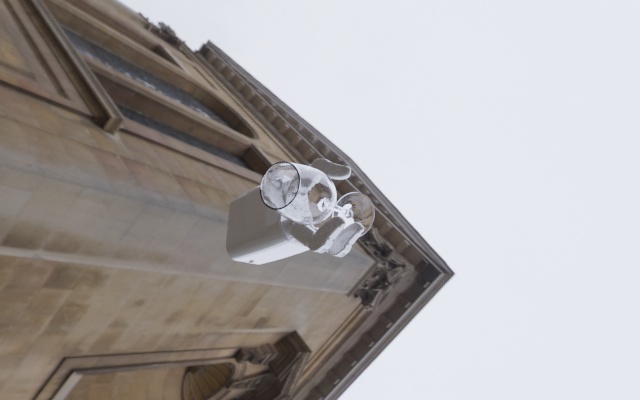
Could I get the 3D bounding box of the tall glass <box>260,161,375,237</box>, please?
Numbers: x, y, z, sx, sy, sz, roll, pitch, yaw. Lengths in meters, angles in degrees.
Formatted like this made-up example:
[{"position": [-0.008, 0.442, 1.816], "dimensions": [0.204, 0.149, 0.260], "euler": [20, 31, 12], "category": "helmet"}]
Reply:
[{"position": [0.001, 0.002, 0.670], "dimensions": [0.079, 0.079, 0.201], "euler": [0, -12, 31], "category": "tall glass"}]
